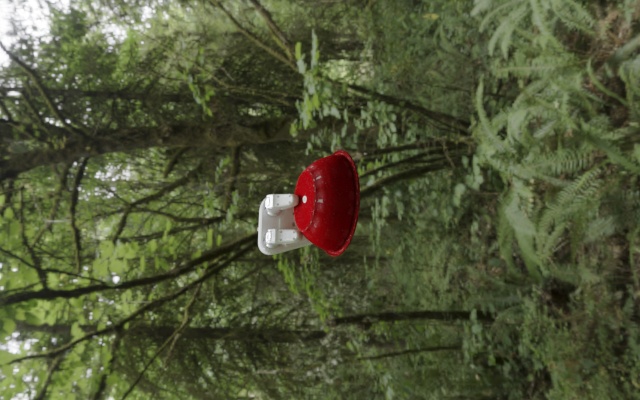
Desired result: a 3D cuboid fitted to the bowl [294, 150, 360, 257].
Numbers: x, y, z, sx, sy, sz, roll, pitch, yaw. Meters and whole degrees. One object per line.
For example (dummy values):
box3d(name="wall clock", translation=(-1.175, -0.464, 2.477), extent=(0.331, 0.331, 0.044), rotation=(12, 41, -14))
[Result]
box3d(name="bowl", translation=(0.000, 0.002, 0.716), extent=(0.055, 0.162, 0.162), rotation=(4, -2, -22))
